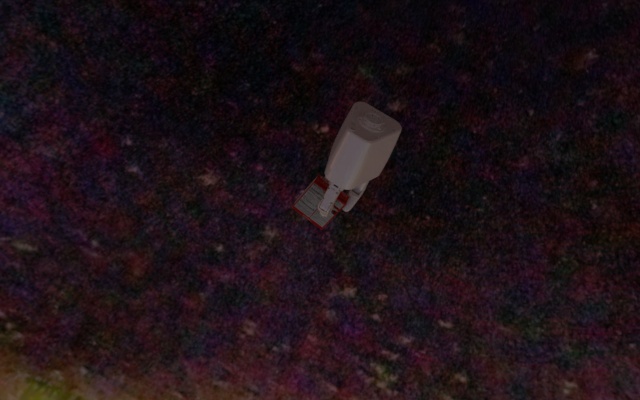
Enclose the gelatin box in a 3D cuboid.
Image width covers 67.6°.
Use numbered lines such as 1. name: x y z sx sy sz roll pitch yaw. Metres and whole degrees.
1. gelatin box: 0.000 0.003 0.896 0.089 0.073 0.030 -48 8 39
